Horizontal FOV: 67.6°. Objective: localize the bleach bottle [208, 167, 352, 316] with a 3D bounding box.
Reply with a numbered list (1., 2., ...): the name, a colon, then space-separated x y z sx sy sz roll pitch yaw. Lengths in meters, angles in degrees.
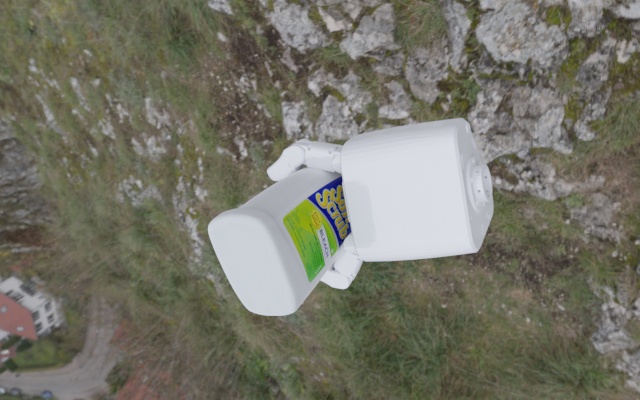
1. bleach bottle: 0.000 0.002 0.483 0.068 0.102 0.250 -7 23 33
